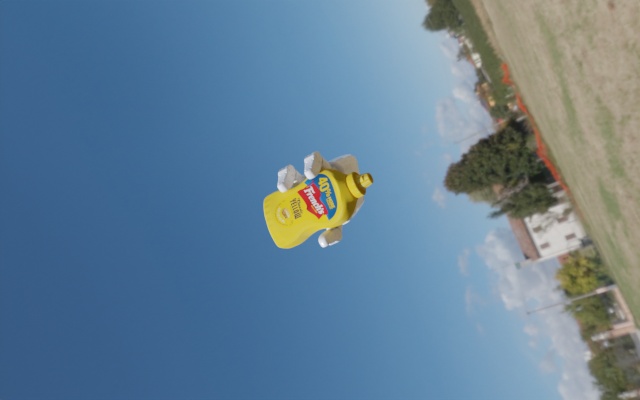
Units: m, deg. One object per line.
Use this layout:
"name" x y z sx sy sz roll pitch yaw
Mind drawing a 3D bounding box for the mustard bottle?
"mustard bottle" 0.000 0.003 0.779 0.192 0.096 0.058 -26 -19 24
